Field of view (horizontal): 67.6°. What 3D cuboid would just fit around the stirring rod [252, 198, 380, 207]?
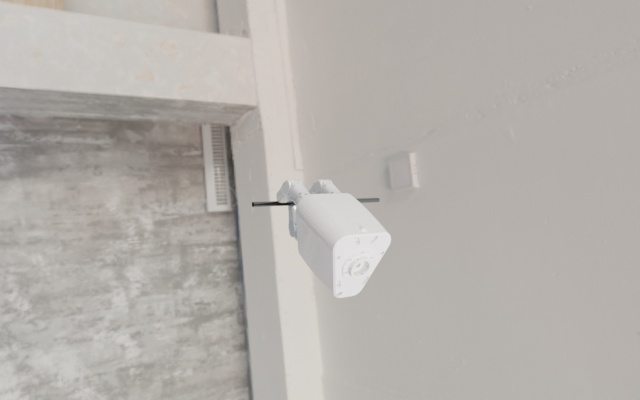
[{"bbox_3d":[0.000,0.003,0.786,0.239,0.011,0.011,-2,1,-31],"label":"stirring rod"}]
